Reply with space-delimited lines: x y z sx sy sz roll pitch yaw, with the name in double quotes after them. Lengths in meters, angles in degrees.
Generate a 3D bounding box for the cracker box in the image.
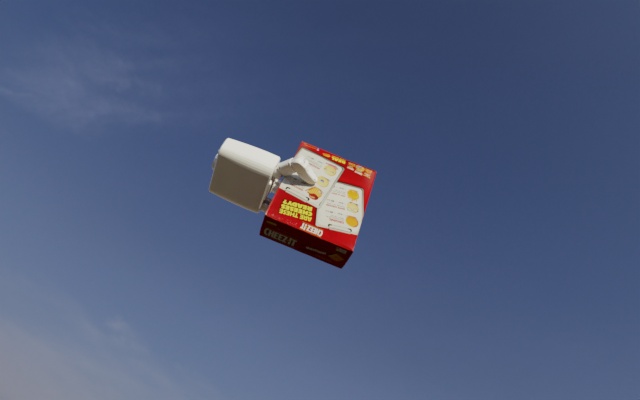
0.000 0.003 0.896 0.164 0.213 0.072 22 -43 -1 "cracker box"
